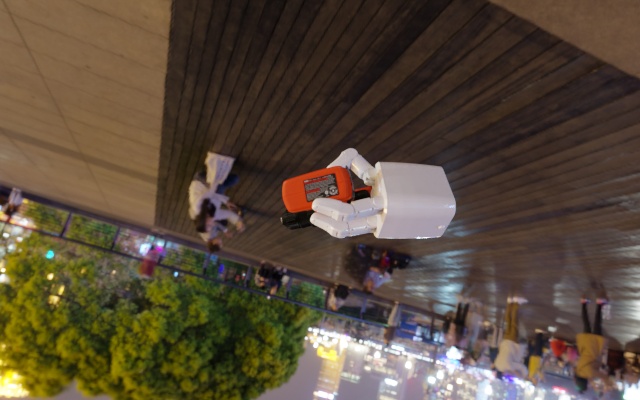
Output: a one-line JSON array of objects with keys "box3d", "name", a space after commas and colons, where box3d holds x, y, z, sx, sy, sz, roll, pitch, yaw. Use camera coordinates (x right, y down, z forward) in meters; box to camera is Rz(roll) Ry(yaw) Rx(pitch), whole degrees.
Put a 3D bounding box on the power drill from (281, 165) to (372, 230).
[{"box3d": [0.000, 0.003, 0.794, 0.184, 0.057, 0.188, -16, -13, 11], "name": "power drill"}]
